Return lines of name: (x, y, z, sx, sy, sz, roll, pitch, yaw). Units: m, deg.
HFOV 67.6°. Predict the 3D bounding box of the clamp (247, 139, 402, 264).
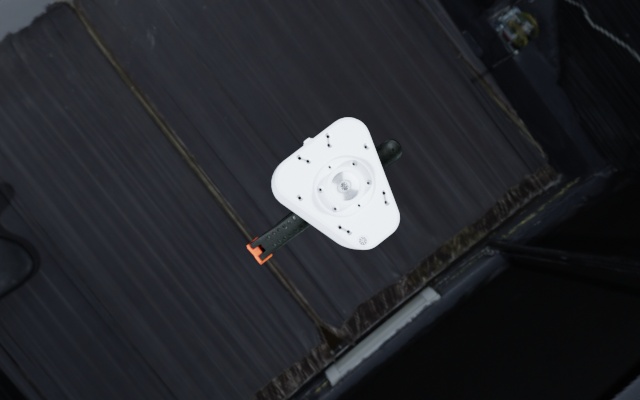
clamp: (0.000, 0.003, 0.602, 0.210, 0.036, 0.164, -38, 2, -4)
